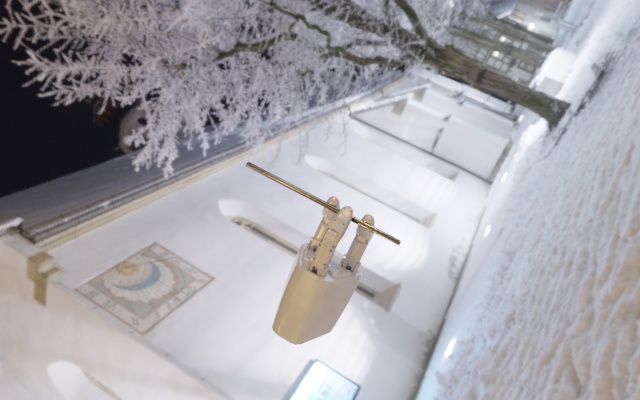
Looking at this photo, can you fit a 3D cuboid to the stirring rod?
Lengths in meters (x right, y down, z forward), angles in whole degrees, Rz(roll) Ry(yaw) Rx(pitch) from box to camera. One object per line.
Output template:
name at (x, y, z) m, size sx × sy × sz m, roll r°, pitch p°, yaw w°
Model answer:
stirring rod at (0.000, 0.002, 0.649) m, size 0.239 × 0.011 × 0.011 m, roll 27°, pitch 7°, yaw 13°
